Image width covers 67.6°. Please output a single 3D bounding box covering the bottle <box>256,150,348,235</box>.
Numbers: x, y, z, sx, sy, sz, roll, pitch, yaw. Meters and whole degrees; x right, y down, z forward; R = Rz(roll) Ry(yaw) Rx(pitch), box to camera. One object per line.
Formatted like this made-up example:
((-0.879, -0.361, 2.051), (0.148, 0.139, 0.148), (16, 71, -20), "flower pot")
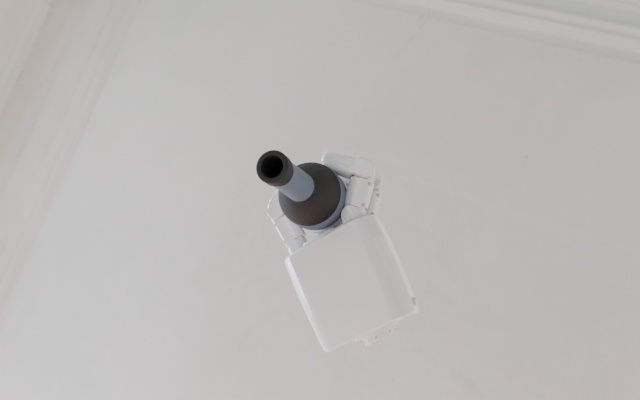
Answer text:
((0.000, 0.002, 0.515), (0.069, 0.069, 0.296), (0, -11, 15), "bottle")
